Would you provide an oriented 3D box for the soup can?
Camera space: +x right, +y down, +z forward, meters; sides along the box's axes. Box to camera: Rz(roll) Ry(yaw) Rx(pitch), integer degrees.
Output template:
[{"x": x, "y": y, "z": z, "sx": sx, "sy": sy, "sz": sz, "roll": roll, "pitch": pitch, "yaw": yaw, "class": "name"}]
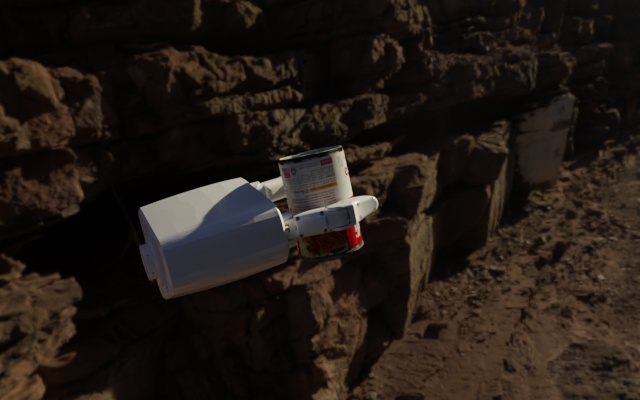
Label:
[{"x": 0.000, "y": 0.001, "z": 0.481, "sx": 0.068, "sy": 0.102, "sz": 0.068, "roll": -12, "pitch": 9, "yaw": 2, "class": "soup can"}]
